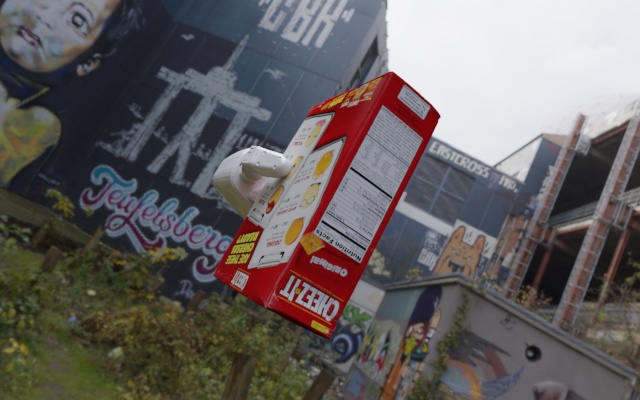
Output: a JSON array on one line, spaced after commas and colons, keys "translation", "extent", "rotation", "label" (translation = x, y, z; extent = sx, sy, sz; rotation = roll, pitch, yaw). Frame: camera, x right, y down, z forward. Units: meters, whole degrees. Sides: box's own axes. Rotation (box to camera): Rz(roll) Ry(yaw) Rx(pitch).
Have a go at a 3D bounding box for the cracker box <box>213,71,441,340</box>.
[{"translation": [0.000, 0.001, 0.444], "extent": [0.072, 0.213, 0.164], "rotation": [33, -13, -21], "label": "cracker box"}]
